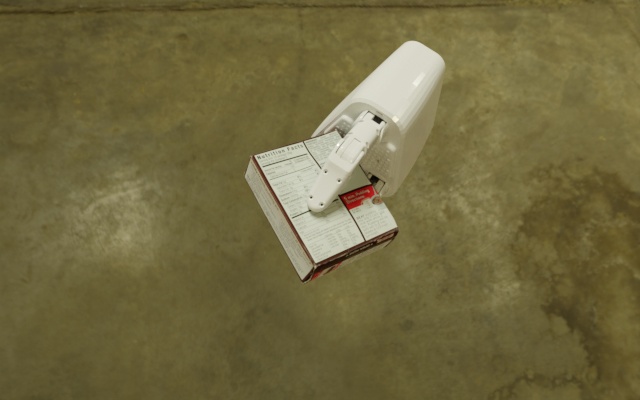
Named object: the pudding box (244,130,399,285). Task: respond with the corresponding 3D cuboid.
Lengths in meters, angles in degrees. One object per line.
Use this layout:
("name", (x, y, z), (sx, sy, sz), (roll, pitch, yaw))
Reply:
("pudding box", (0.000, 0.001, 0.406), (0.090, 0.113, 0.039), (-21, -23, -27))
